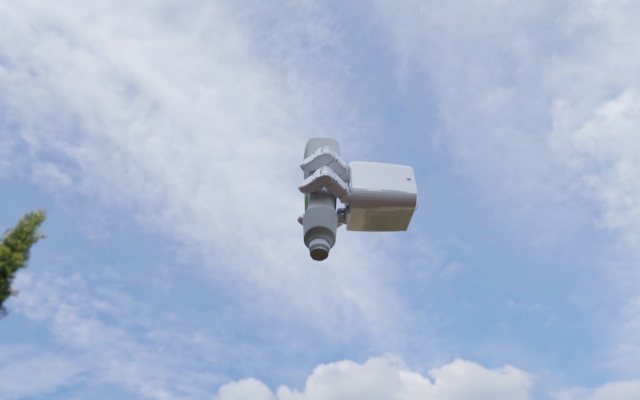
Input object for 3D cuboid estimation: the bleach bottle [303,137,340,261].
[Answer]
[{"bbox_3d":[0.000,0.002,0.795,0.068,0.103,0.250,3,42,-1],"label":"bleach bottle"}]
